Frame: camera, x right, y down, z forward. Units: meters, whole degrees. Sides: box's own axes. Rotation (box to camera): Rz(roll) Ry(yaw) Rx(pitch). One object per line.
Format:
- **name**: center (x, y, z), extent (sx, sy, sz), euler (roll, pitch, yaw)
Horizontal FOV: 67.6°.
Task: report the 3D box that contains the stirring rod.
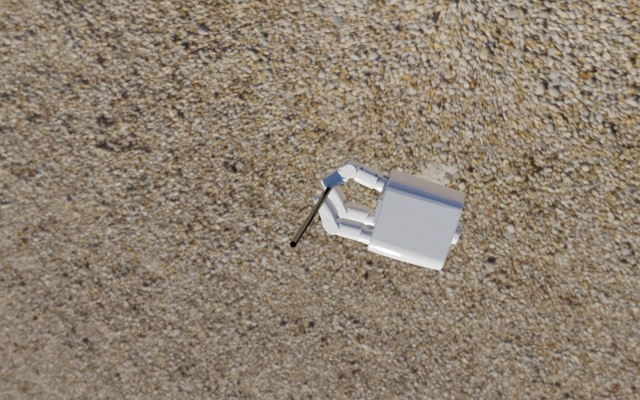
- **stirring rod**: center (0.000, 0.002, 0.646), extent (0.011, 0.011, 0.239), euler (0, 23, 16)
